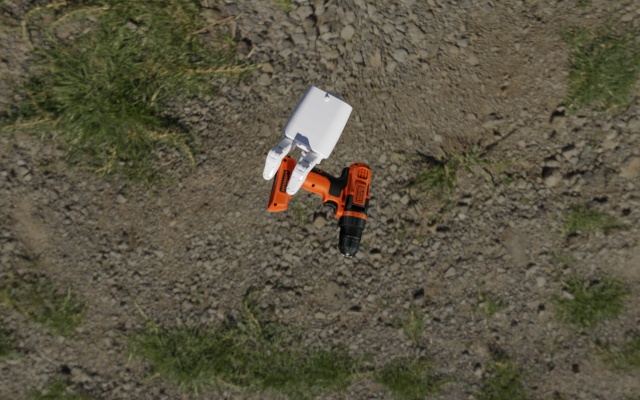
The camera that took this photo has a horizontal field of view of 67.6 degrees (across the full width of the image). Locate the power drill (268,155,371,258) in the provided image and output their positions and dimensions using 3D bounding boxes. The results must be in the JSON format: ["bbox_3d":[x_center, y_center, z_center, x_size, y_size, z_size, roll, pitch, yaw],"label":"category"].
[{"bbox_3d":[0.000,0.003,0.895,0.187,0.184,0.057,14,-16,-14],"label":"power drill"}]
